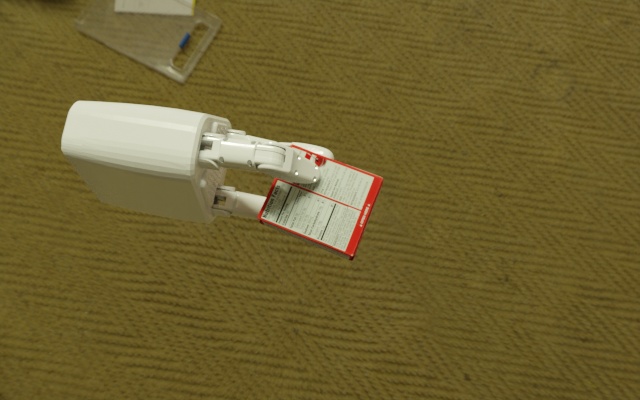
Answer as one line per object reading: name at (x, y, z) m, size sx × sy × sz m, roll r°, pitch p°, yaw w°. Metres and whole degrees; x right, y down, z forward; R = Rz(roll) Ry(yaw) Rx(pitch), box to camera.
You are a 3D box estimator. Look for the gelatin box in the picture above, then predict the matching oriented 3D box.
gelatin box at (0.000, 0.001, 0.413) m, size 0.089 × 0.073 × 0.030 m, roll 21°, pitch -13°, yaw 7°
